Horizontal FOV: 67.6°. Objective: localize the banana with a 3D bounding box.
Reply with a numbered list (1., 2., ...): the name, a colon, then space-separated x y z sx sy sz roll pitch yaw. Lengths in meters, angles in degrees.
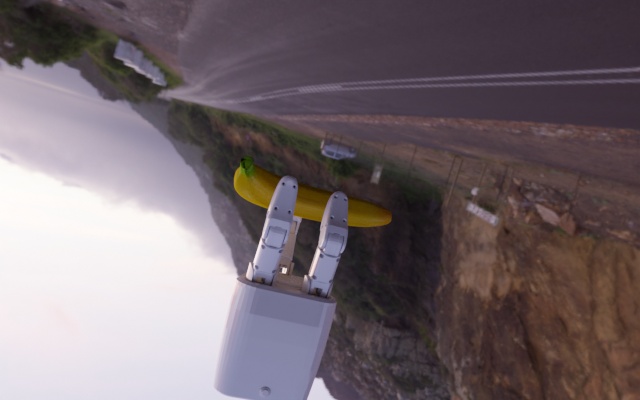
1. banana: -0.014 0.000 0.492 0.198 0.037 0.069 17 -7 -38
